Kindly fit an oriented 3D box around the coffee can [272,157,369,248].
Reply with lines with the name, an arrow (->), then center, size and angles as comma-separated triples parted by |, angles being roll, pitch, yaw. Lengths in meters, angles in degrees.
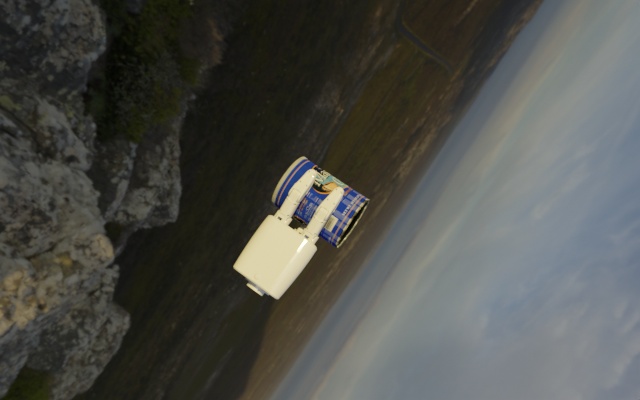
coffee can -> 0.000, 0.003, 0.843 | 0.140, 0.103, 0.103 | 34, 7, 11
